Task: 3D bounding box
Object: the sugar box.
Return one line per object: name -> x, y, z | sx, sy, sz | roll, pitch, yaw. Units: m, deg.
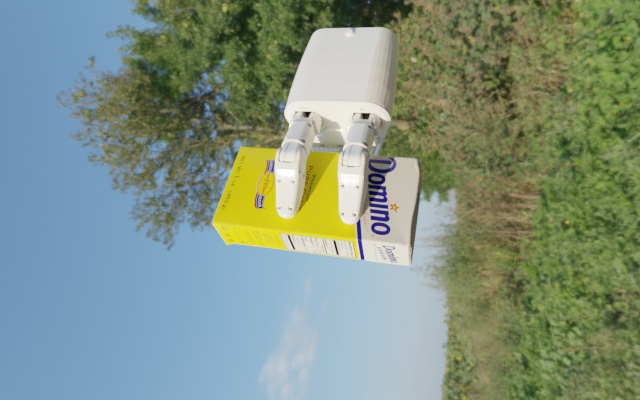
sugar box -> 0.000, 0.001, 0.438 | 0.176, 0.093, 0.048 | 3, -32, 16
